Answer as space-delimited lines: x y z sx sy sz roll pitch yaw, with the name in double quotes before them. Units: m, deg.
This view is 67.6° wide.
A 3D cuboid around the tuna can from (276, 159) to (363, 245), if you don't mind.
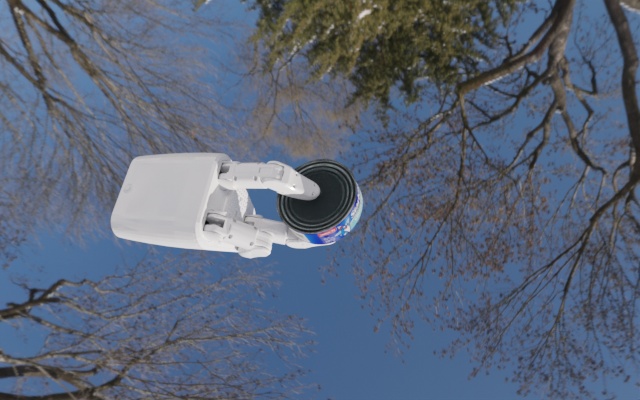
"tuna can" 0.000 0.002 0.494 0.086 0.086 0.034 0 -28 21
